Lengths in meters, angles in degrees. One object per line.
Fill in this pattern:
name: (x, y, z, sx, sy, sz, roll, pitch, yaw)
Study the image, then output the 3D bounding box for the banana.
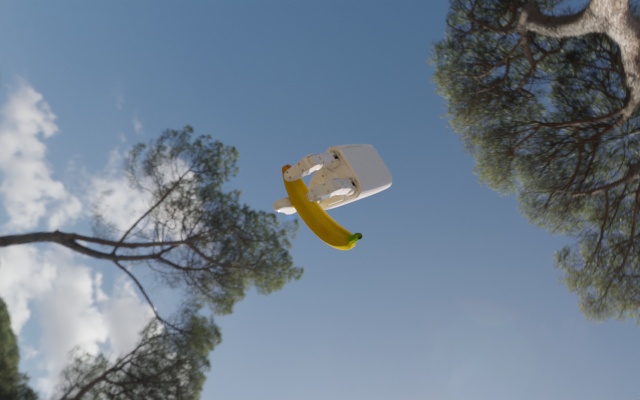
banana: (-0.003, 0.019, 0.760, 0.037, 0.070, 0.197, -16, 46, -40)
